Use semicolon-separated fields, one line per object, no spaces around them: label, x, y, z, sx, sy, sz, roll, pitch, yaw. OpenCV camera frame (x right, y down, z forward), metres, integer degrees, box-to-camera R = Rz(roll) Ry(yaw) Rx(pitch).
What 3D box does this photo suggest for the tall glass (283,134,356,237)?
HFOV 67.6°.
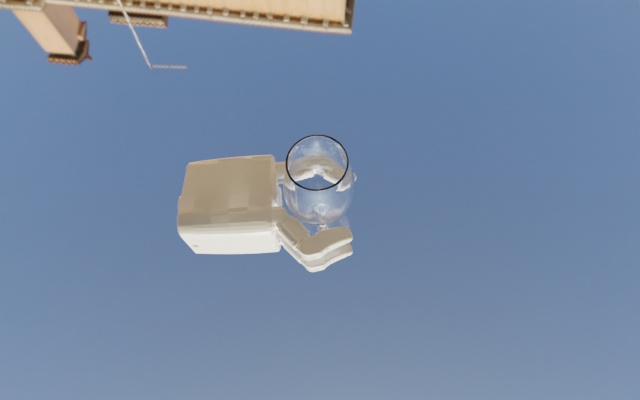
tall glass;0.000;0.002;0.551;0.079;0.079;0.201;0;-23;2
